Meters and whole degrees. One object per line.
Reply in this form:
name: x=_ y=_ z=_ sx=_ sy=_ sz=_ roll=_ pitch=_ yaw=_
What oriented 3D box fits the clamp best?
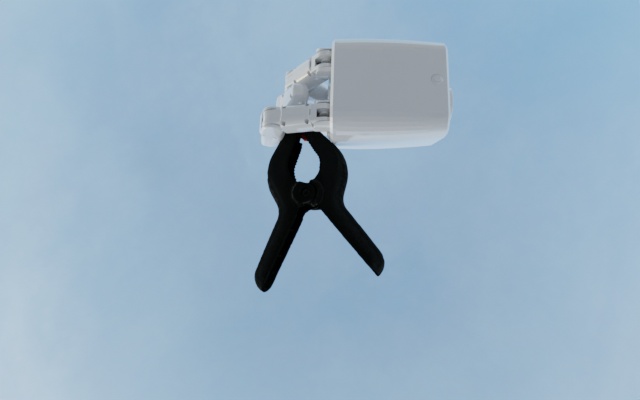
clamp: x=0.000 y=0.001 z=0.455 sx=0.120 sy=0.171 sz=0.039 roll=0 pitch=-12 yaw=5
